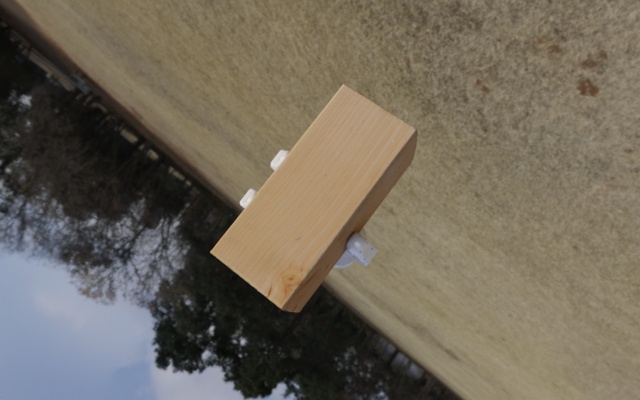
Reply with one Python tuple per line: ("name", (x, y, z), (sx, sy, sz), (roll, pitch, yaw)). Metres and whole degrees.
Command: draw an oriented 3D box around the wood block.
("wood block", (0.000, 0.002, 0.482), (0.091, 0.206, 0.090), (35, -8, 15))
